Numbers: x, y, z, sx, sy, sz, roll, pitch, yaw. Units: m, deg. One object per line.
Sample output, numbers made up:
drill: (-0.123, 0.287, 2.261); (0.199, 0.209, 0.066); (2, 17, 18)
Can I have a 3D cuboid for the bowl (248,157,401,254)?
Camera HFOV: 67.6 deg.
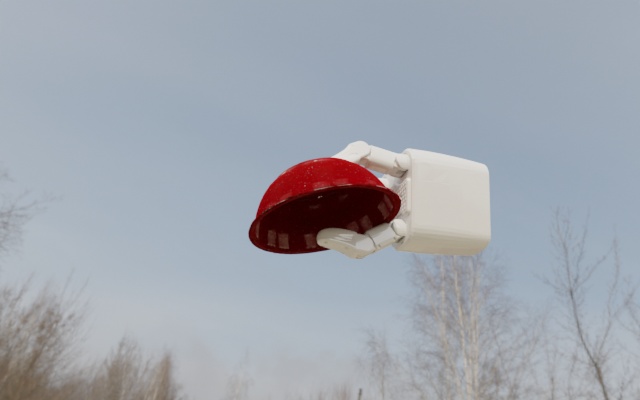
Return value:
bowl: (-0.001, 0.001, 0.505); (0.162, 0.055, 0.162); (-11, -25, -5)
